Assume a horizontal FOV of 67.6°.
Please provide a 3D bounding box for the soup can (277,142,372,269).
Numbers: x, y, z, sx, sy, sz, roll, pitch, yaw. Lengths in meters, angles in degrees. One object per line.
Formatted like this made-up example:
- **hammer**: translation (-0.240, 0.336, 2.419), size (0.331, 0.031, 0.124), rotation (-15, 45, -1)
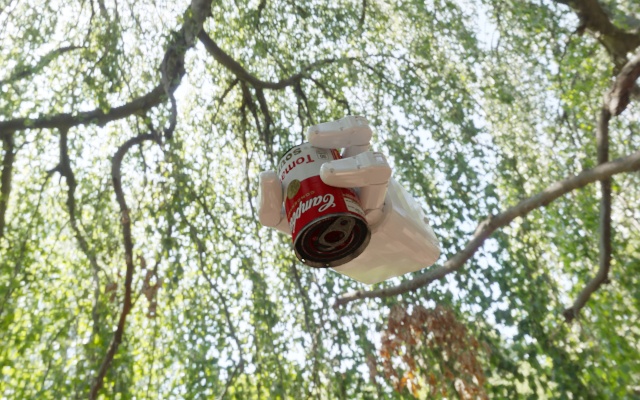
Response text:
- **soup can**: translation (0.000, 0.001, 0.439), size (0.068, 0.069, 0.102), rotation (0, 44, -17)
